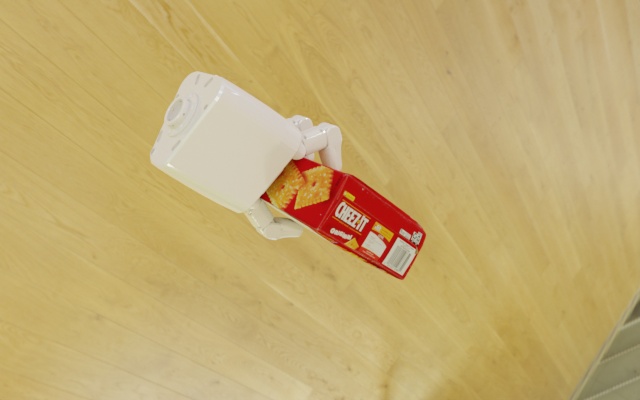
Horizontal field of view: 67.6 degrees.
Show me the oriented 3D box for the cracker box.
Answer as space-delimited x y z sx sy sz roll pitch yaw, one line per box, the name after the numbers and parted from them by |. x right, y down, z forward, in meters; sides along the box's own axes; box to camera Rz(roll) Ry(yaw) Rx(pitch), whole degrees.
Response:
0.000 0.002 0.581 0.164 0.072 0.213 33 -4 -41 | cracker box
